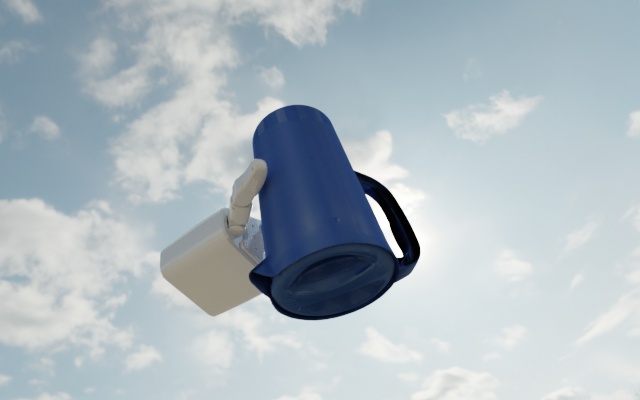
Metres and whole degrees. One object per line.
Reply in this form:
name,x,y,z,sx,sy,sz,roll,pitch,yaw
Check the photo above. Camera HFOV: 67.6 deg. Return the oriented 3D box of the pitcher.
pitcher,0.000,0.002,0.549,0.145,0.242,0.149,-33,-43,18
